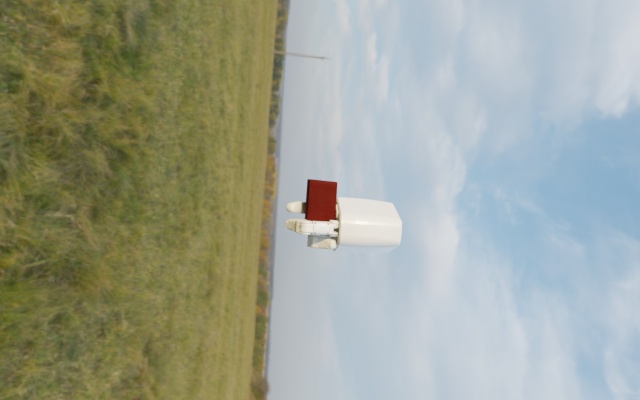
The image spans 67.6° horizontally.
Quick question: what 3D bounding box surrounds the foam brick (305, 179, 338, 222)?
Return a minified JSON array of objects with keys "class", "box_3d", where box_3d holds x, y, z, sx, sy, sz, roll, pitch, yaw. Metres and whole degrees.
[{"class":"foam brick","box_3d":[0.000,0.002,0.832,0.051,0.078,0.053,4,4,-3]}]
